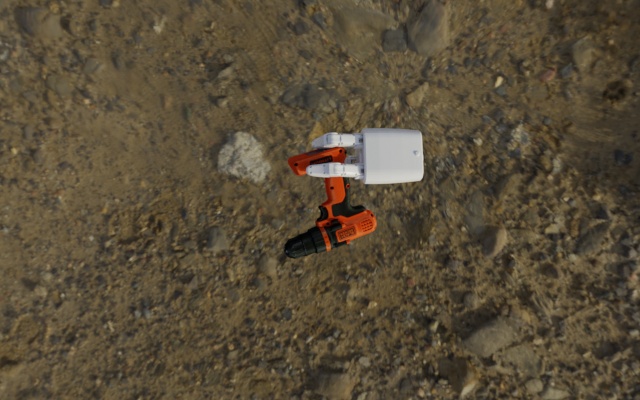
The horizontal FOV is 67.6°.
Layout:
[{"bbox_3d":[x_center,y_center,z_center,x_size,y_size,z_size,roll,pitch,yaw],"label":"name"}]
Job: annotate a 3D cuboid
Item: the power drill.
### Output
[{"bbox_3d":[0.000,0.002,0.881,0.184,0.188,0.057,-20,18,-13],"label":"power drill"}]
